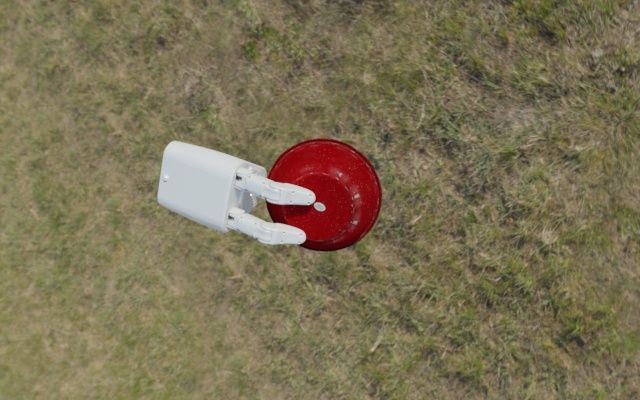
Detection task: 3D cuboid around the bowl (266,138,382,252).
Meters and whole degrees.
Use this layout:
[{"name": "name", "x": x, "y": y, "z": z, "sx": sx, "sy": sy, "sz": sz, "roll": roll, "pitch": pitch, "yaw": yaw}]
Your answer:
[{"name": "bowl", "x": 0.001, "y": 0.002, "z": 0.630, "sx": 0.162, "sy": 0.162, "sz": 0.055, "roll": 0, "pitch": 16, "yaw": 7}]
